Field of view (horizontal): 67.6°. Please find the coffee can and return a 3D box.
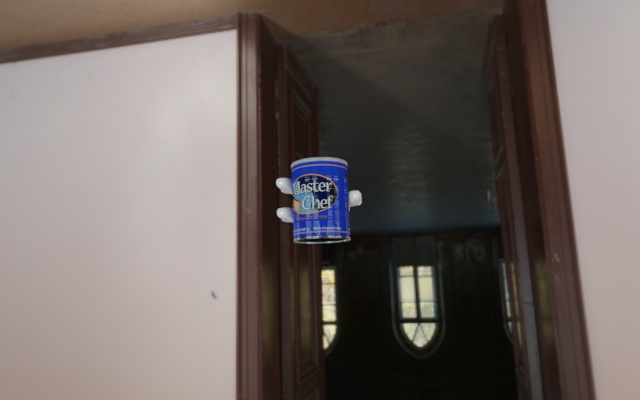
[{"bbox_3d":[0.000,0.003,0.855,0.103,0.140,0.103,-2,-10,0],"label":"coffee can"}]
